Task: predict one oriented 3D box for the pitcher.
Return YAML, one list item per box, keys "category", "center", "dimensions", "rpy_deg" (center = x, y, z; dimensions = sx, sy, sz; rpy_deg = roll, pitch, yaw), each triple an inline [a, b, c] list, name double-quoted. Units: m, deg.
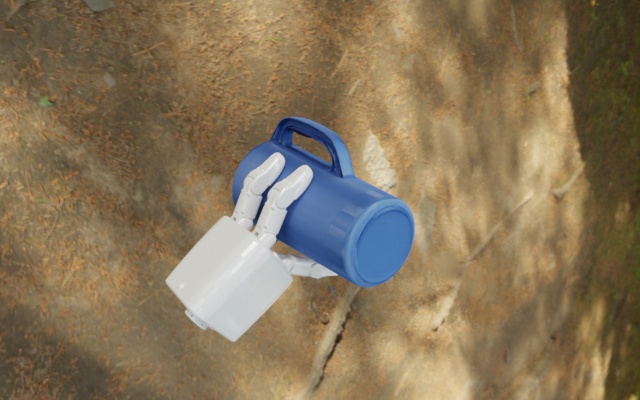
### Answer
- category: "pitcher"
  center: [0.000, 0.002, 0.608]
  dimensions: [0.242, 0.145, 0.149]
  rpy_deg: [27, -20, 47]
